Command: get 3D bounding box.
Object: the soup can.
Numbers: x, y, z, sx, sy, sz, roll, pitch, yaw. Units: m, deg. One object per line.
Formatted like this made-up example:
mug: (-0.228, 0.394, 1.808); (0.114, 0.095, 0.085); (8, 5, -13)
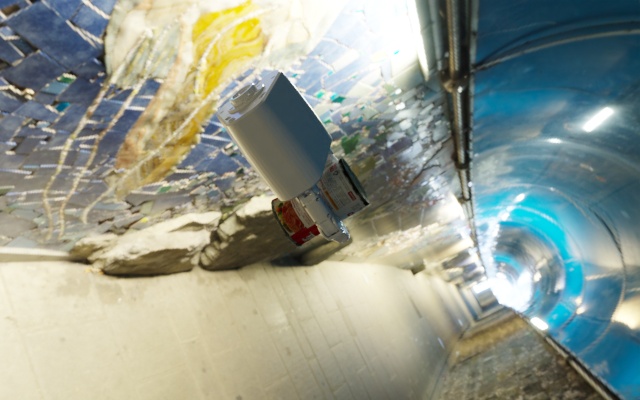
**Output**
soup can: (0.001, 0.002, 0.584); (0.102, 0.068, 0.068); (-31, -7, 11)
